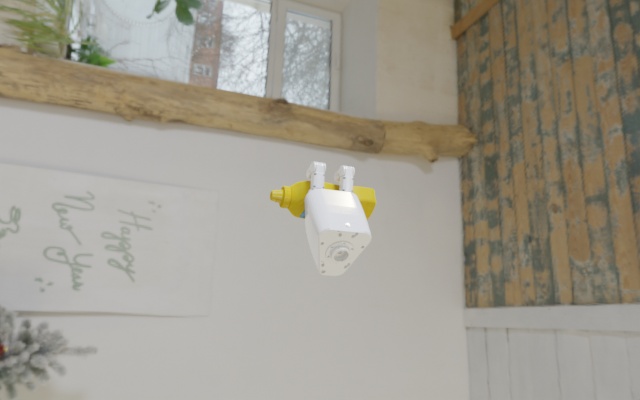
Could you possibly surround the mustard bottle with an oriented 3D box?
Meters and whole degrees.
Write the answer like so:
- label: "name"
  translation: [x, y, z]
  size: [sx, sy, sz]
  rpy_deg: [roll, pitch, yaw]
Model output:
- label: "mustard bottle"
  translation: [0.000, 0.003, 0.896]
  size: [0.191, 0.058, 0.096]
  rpy_deg: [7, -31, -19]
